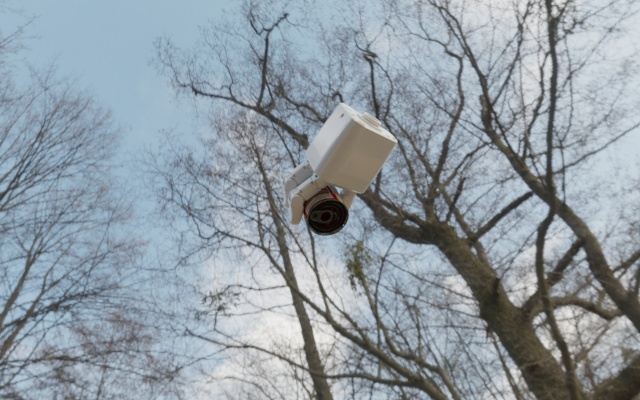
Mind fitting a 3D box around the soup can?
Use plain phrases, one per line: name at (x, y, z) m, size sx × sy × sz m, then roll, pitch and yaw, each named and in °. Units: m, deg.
soup can at (0.000, 0.003, 0.795) m, size 0.068 × 0.068 × 0.102 m, roll 0°, pitch 30°, yaw -17°
